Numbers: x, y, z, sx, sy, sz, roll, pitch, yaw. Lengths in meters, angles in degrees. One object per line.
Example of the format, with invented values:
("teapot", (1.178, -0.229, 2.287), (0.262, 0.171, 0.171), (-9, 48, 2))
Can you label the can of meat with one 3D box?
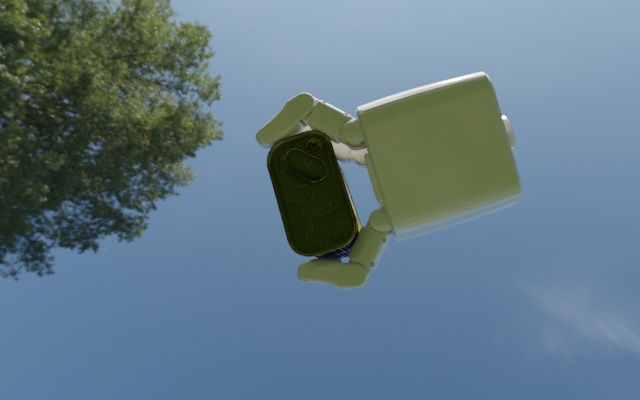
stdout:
("can of meat", (0.000, 0.002, 0.421), (0.057, 0.102, 0.084), (-19, -15, 8))
